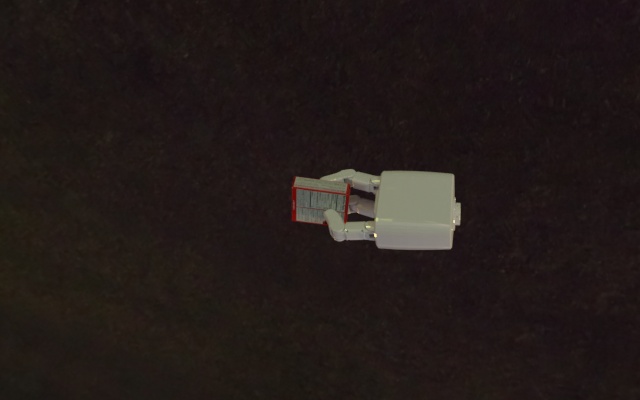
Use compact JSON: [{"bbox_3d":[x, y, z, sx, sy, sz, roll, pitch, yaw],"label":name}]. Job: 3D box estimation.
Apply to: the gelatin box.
[{"bbox_3d":[0.000,0.003,0.746,0.089,0.073,0.030,7,44,4],"label":"gelatin box"}]
